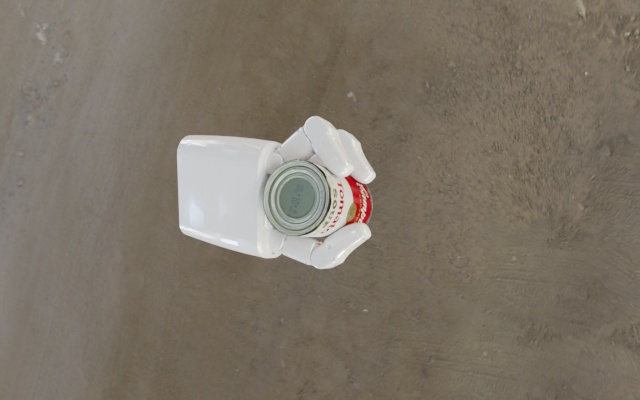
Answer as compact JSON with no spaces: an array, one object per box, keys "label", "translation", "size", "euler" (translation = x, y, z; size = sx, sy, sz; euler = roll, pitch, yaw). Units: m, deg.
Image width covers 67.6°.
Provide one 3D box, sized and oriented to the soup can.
[{"label":"soup can","translation":[0.000,0.002,0.448],"size":[0.068,0.068,0.102],"euler":[0,-5,26]}]
